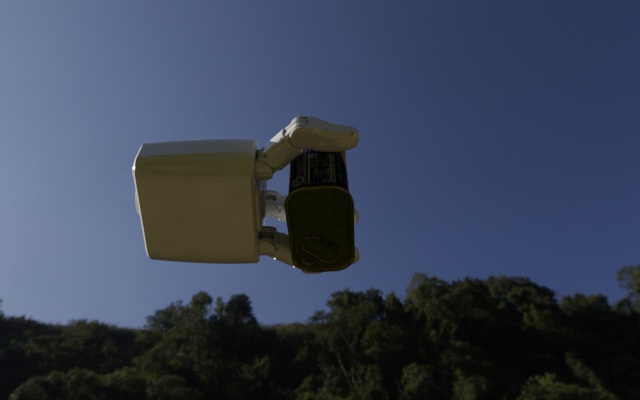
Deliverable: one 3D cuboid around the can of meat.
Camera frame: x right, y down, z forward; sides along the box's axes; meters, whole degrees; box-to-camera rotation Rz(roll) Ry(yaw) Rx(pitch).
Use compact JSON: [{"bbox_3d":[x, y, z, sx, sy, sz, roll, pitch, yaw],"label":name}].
[{"bbox_3d":[0.000,0.001,0.441,0.057,0.102,0.083,-3,41,2],"label":"can of meat"}]
